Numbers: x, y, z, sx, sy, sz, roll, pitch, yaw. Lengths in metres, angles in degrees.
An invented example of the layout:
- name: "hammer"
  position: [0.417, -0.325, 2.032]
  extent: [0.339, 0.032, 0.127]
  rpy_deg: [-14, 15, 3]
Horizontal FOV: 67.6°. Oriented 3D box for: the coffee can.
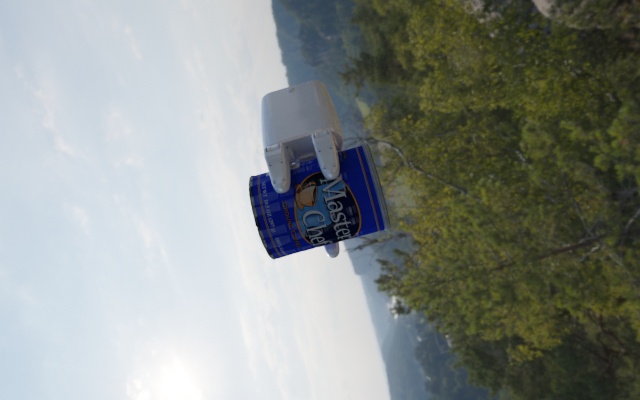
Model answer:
- name: "coffee can"
  position: [0.000, 0.002, 0.555]
  extent: [0.140, 0.103, 0.103]
  rpy_deg: [-15, -1, 4]
